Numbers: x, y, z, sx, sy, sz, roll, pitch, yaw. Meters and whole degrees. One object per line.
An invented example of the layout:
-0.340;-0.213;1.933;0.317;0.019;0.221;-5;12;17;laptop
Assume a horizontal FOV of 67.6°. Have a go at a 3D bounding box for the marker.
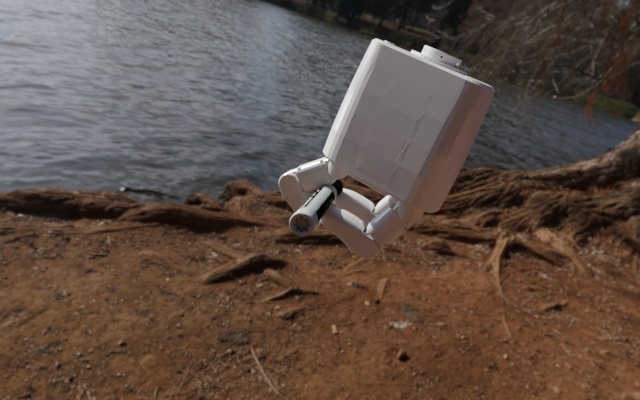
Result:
0.000;0.001;0.407;0.020;0.020;0.121;0;16;14;marker
